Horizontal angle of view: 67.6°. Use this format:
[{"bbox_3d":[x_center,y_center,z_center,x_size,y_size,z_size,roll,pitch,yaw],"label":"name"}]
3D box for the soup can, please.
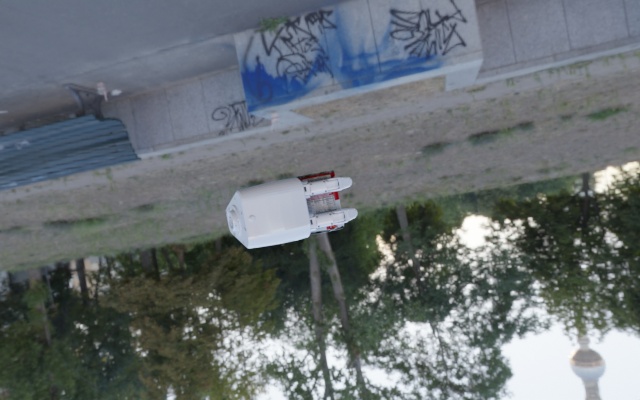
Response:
[{"bbox_3d":[0.001,0.003,0.831,0.068,0.102,0.068,-10,2,0],"label":"soup can"}]
